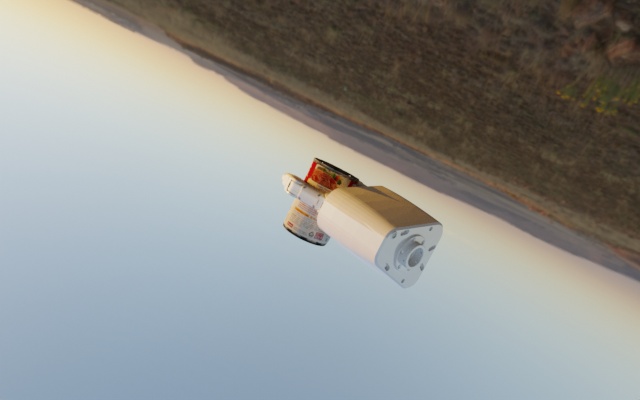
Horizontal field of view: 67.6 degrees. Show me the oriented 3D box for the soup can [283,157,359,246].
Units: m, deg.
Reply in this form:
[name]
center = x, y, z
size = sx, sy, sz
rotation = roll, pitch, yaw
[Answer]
[soup can]
center = 0.000, 0.002, 0.647
size = 0.068, 0.102, 0.068
rotation = 26, 9, -4
